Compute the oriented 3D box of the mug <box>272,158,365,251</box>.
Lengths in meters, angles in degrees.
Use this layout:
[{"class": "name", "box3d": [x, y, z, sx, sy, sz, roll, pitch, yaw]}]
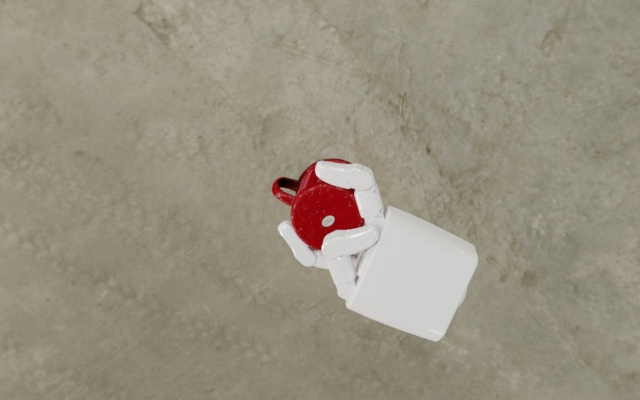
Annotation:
[{"class": "mug", "box3d": [-0.001, 0.001, 0.548, 0.117, 0.093, 0.081, 23, 21, -2]}]
